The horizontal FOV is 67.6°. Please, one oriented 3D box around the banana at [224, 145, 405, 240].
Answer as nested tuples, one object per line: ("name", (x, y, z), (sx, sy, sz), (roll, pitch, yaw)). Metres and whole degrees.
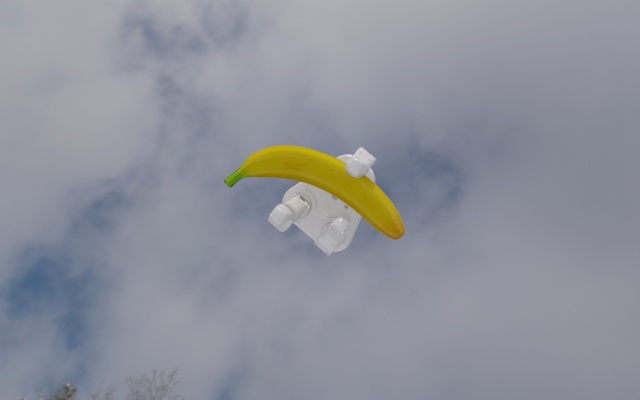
("banana", (0.002, -0.017, 0.516), (0.198, 0.069, 0.037), (17, -10, 0))
